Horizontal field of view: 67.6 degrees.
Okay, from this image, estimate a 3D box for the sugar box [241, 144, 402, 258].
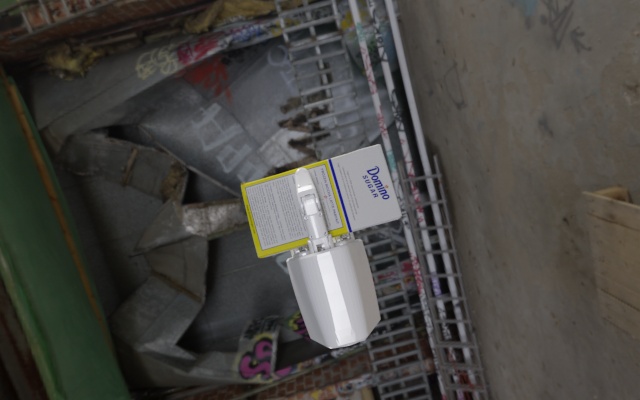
[{"bbox_3d":[0.000,0.002,0.579,0.176,0.093,0.048,-15,-6,-1],"label":"sugar box"}]
